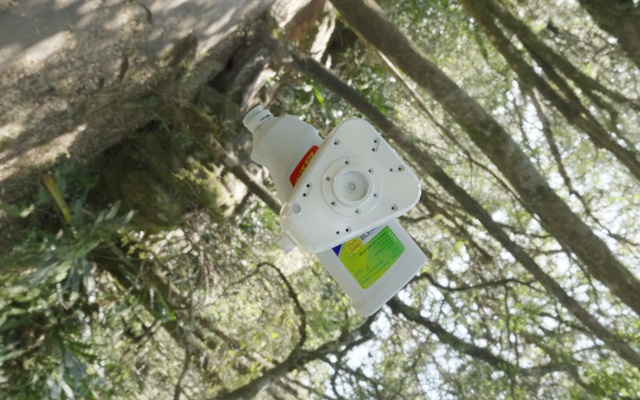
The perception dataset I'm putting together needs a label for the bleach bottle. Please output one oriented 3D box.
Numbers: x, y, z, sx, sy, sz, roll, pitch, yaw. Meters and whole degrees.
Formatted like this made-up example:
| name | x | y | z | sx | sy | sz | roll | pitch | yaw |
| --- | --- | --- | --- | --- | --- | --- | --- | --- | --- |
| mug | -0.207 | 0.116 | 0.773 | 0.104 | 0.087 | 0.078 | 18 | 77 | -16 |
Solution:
| name | x | y | z | sx | sy | sz | roll | pitch | yaw |
| --- | --- | --- | --- | --- | --- | --- | --- | --- | --- |
| bleach bottle | 0.000 | 0.002 | 0.534 | 0.102 | 0.251 | 0.068 | -41 | 0 | -8 |
